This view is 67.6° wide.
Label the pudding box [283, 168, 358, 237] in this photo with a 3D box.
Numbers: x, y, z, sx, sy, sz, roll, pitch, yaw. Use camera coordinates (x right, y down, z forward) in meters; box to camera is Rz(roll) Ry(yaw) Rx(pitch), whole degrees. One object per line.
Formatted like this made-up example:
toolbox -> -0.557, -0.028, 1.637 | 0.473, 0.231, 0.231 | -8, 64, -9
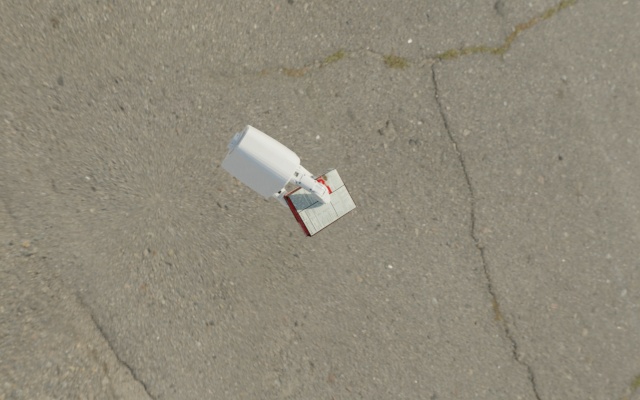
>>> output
pudding box -> 0.000, 0.003, 0.895 | 0.113, 0.090, 0.039 | -31, 9, -16
